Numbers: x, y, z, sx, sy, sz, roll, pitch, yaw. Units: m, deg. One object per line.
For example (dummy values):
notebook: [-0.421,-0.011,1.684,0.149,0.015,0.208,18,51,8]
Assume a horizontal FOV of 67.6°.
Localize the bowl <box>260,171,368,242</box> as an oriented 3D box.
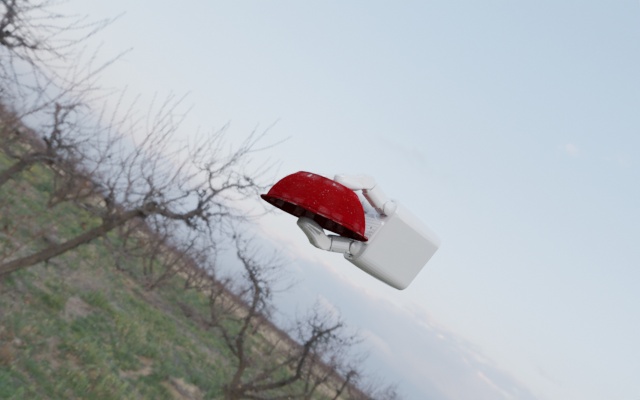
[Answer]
bowl: [-0.001,0.001,0.662,0.162,0.055,0.162,22,-8,3]
